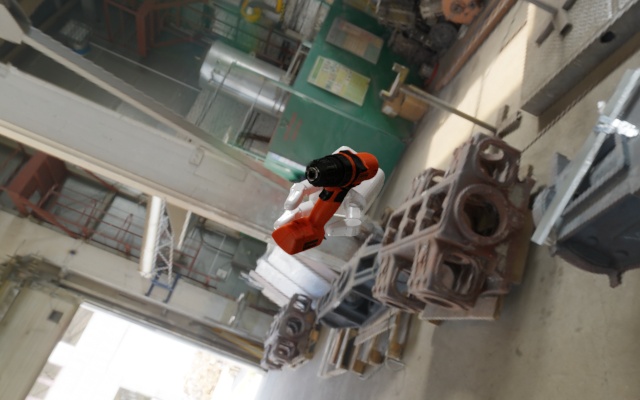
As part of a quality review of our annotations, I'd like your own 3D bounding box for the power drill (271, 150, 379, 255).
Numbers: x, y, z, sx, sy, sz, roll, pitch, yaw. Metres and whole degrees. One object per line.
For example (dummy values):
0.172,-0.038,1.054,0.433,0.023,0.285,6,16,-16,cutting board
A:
0.000,0.003,0.759,0.057,0.188,0.184,47,28,19,power drill
